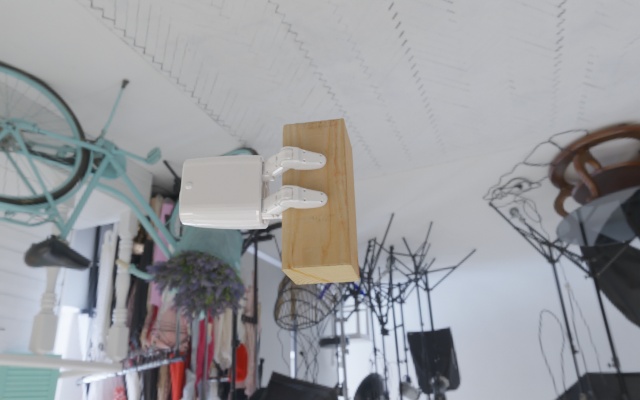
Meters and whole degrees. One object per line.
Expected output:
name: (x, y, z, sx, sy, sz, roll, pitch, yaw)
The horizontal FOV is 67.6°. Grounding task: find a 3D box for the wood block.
wood block: (0.000, 0.002, 0.657, 0.090, 0.206, 0.091, -5, -23, 9)
